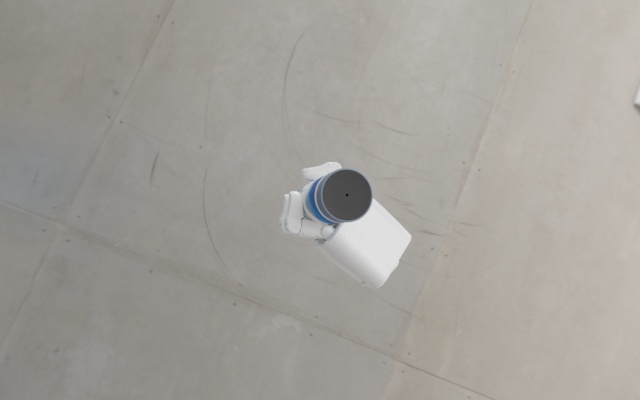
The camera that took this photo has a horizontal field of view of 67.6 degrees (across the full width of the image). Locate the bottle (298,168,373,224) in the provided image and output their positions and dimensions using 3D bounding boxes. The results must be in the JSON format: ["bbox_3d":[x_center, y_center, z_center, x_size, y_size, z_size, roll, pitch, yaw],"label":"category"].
[{"bbox_3d":[0.000,0.002,0.718,0.069,0.069,0.296,0,-3,-13],"label":"bottle"}]
